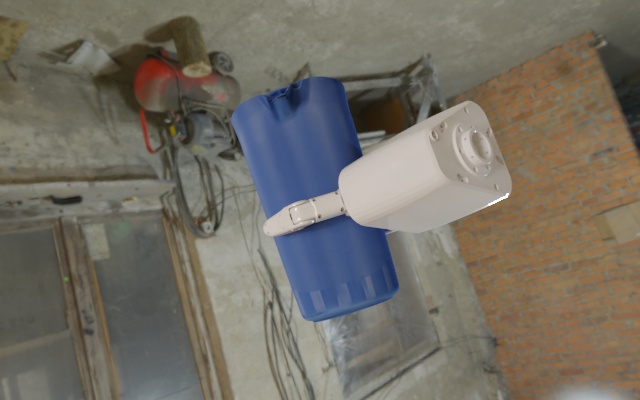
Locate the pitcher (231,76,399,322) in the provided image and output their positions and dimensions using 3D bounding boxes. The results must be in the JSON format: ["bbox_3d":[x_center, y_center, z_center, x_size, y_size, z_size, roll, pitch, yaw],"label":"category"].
[{"bbox_3d":[0.000,0.002,0.532,0.149,0.242,0.145,-9,-13,-41],"label":"pitcher"}]
